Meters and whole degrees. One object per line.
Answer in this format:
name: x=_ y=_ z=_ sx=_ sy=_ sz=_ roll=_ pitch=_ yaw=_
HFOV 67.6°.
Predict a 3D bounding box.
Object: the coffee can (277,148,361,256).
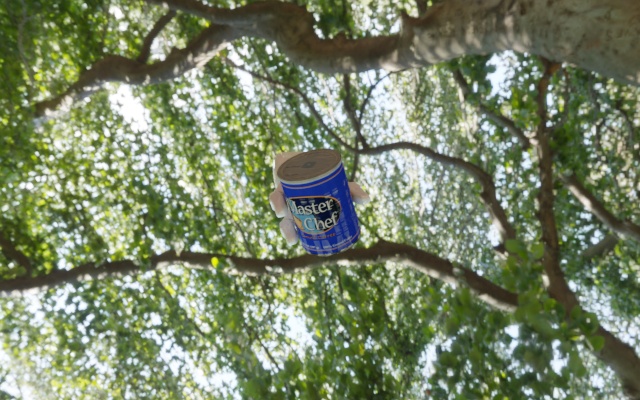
coffee can: x=0.000 y=0.002 z=0.760 sx=0.103 sy=0.140 sz=0.102 roll=-13 pitch=28 yaw=7
